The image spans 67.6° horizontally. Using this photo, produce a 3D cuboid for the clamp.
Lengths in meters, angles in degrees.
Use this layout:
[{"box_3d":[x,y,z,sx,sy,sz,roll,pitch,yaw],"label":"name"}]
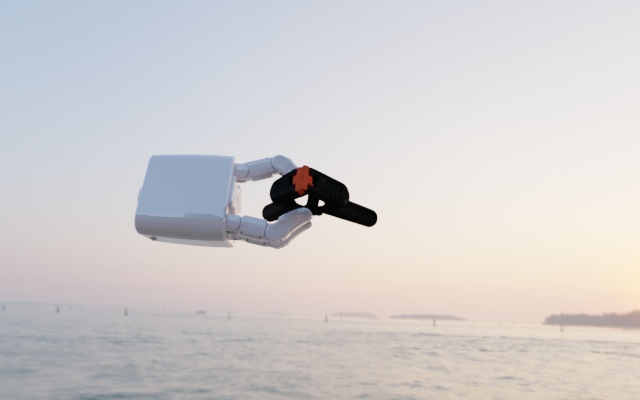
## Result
[{"box_3d":[0.000,0.001,0.598,0.164,0.036,0.210,3,-14,-1],"label":"clamp"}]
